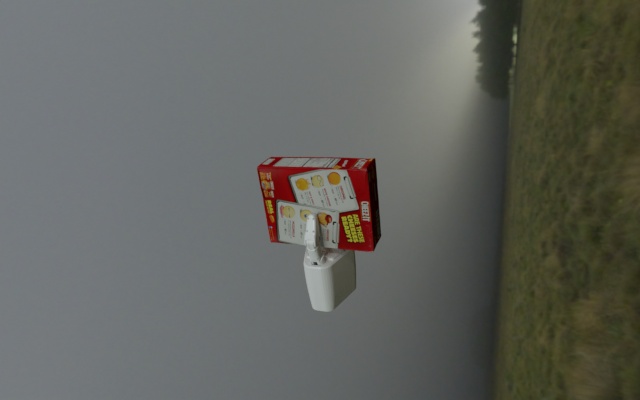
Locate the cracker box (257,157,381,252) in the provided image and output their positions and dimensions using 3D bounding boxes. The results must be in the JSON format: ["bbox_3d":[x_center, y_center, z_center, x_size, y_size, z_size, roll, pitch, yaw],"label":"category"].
[{"bbox_3d":[0.000,0.003,0.898,0.213,0.164,0.072,3,26,21],"label":"cracker box"}]
